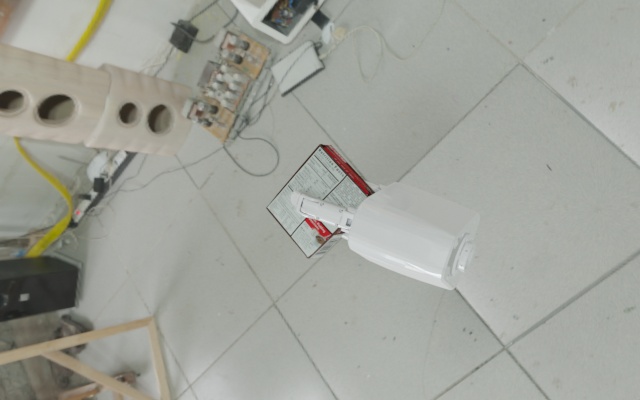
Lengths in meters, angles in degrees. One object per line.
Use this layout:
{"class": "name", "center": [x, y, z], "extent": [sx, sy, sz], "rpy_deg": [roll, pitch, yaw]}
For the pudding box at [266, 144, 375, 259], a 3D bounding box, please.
{"class": "pudding box", "center": [0.000, 0.002, 0.577], "extent": [0.113, 0.090, 0.039], "rpy_deg": [-47, -19, 19]}
